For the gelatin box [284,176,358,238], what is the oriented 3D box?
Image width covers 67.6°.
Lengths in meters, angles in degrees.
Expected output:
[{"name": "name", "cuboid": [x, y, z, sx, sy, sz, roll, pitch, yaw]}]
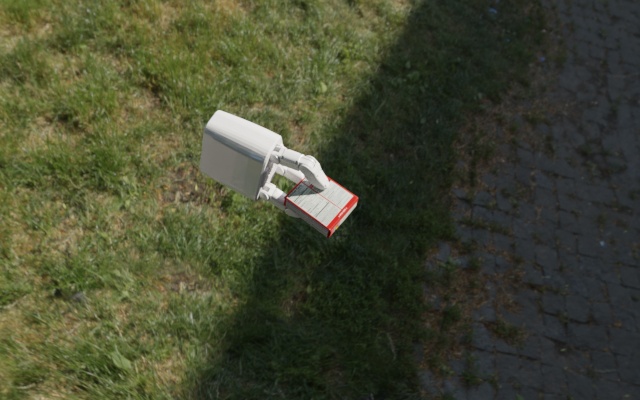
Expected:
[{"name": "gelatin box", "cuboid": [0.000, 0.002, 0.725, 0.089, 0.073, 0.030, 35, -28, 15]}]
